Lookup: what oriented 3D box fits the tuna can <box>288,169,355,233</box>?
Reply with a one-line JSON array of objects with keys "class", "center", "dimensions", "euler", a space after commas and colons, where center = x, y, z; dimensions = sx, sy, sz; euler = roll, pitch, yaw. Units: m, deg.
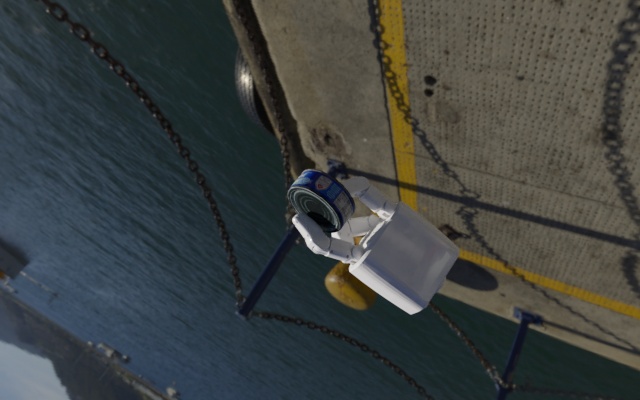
[{"class": "tuna can", "center": [0.000, 0.002, 0.615], "dimensions": [0.086, 0.086, 0.033], "euler": [0, 43, 51]}]
